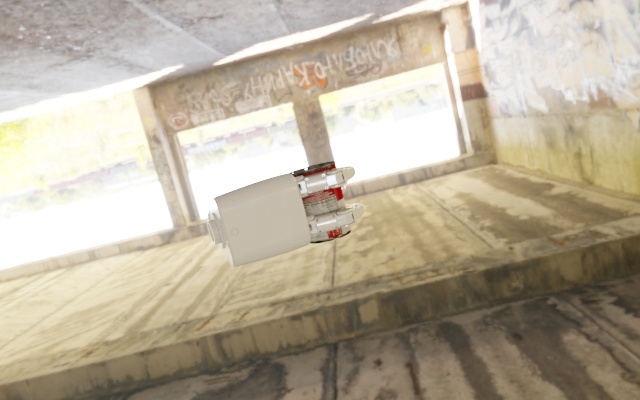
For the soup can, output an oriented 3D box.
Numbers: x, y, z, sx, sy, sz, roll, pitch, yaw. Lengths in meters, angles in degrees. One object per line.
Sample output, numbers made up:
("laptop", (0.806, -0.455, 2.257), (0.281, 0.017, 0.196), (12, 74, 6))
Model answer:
("soup can", (0.001, 0.002, 0.671), (0.068, 0.102, 0.068), (-14, 8, 2))
